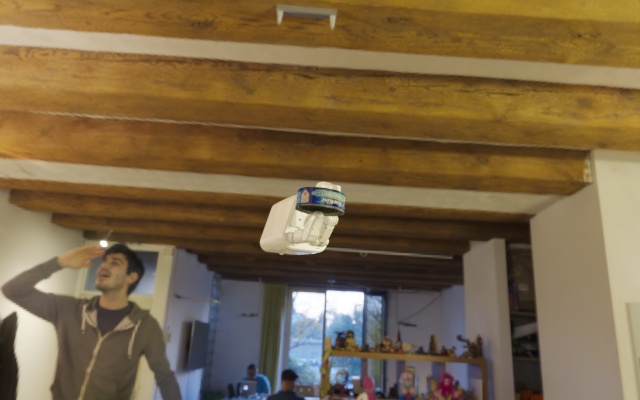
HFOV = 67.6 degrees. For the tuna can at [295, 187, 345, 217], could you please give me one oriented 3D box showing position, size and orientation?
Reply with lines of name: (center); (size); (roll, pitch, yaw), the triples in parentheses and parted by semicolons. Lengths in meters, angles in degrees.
tuna can: (0.000, 0.002, 0.826); (0.086, 0.033, 0.086); (6, -12, 1)
